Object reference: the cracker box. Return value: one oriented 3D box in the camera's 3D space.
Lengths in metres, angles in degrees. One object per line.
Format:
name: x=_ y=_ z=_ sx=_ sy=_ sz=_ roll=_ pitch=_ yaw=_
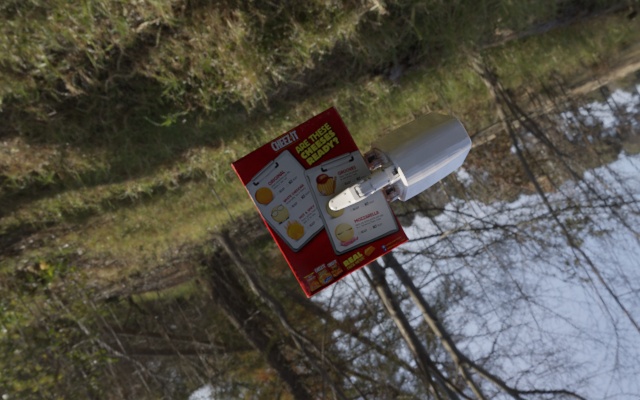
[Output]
cracker box: x=0.000 y=0.002 z=0.681 sx=0.164 sy=0.213 sz=0.072 roll=-30 pitch=1 yaw=-3
